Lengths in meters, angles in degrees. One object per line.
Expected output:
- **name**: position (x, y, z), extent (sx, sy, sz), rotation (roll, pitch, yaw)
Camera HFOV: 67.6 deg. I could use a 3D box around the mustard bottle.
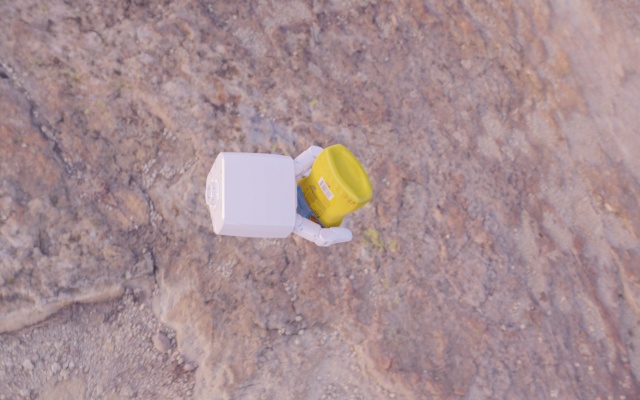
- **mustard bottle**: position (0.001, 0.002, 0.736), extent (0.058, 0.096, 0.192), rotation (-24, -13, -36)
